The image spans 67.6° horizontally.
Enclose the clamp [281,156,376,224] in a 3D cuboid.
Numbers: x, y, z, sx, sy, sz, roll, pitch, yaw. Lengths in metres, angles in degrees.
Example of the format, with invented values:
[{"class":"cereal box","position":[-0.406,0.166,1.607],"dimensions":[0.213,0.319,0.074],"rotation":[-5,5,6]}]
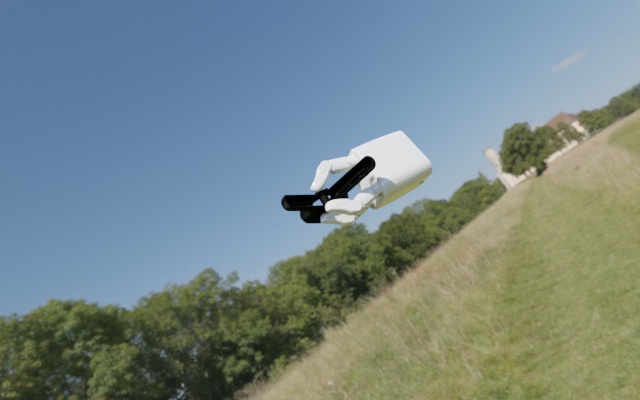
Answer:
[{"class":"clamp","position":[0.000,0.002,0.824],"dimensions":[0.164,0.036,0.210],"rotation":[-23,-15,-18]}]
